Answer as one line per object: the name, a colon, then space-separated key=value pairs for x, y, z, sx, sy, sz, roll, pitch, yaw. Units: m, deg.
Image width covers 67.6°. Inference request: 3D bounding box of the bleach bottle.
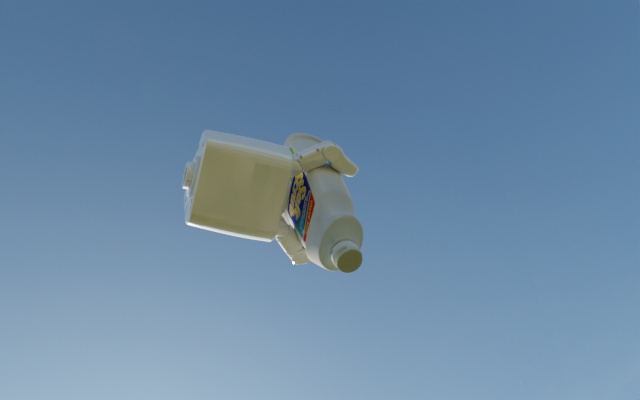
bleach bottle: x=0.000 y=0.002 z=0.595 sx=0.068 sy=0.102 sz=0.250 roll=13 pitch=21 yaw=-22
